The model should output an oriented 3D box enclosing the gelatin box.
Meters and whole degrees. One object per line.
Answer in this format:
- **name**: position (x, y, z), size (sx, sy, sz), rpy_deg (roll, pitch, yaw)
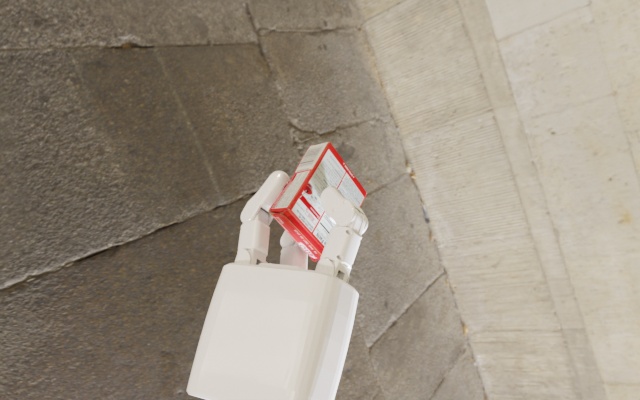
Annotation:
- **gelatin box**: position (0.001, 0.001, 0.453), size (0.030, 0.089, 0.073), rpy_deg (-4, -44, 44)
